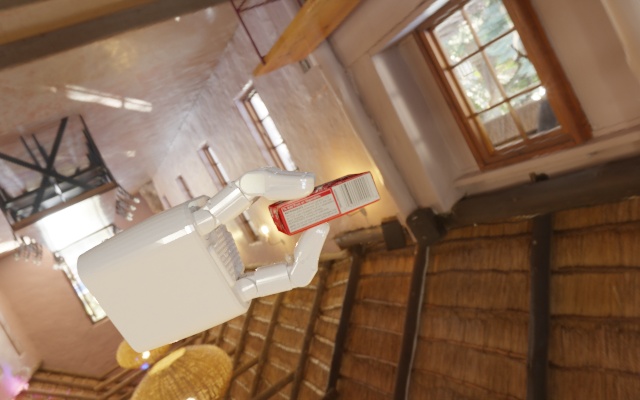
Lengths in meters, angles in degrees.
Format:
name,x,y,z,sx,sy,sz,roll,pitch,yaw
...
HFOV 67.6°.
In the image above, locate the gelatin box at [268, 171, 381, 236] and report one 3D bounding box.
name,x,y,z,sx,sy,sz,roll,pitch,yaw
gelatin box,0.001,0.002,0.432,0.089,0.030,0.073,-21,5,-10
